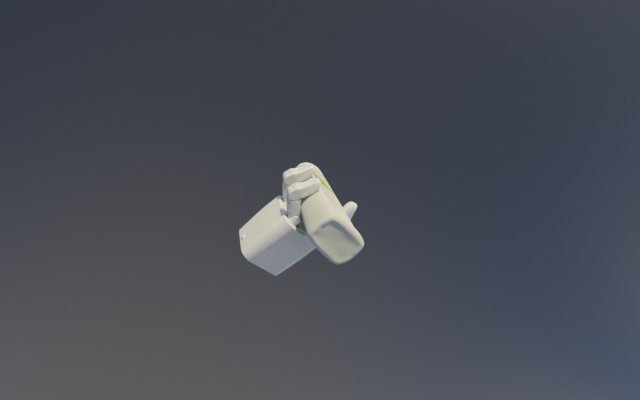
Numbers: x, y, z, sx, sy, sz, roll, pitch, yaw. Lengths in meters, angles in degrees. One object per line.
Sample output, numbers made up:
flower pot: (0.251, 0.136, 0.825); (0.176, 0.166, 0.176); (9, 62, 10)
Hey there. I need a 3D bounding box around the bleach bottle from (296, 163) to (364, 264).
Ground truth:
bleach bottle: (0.000, 0.003, 0.875); (0.068, 0.103, 0.250); (-38, 31, 10)
